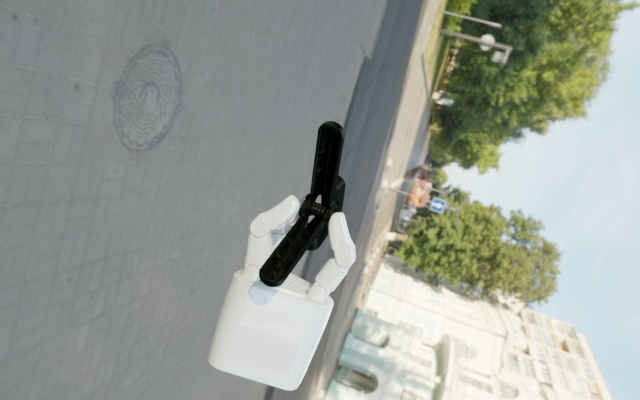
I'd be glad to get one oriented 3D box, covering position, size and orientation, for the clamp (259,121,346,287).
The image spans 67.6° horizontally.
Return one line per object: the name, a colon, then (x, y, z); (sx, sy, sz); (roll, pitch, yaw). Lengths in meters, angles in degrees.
clamp: (0.001, 0.002, 0.528); (0.036, 0.164, 0.210); (23, 6, 11)
